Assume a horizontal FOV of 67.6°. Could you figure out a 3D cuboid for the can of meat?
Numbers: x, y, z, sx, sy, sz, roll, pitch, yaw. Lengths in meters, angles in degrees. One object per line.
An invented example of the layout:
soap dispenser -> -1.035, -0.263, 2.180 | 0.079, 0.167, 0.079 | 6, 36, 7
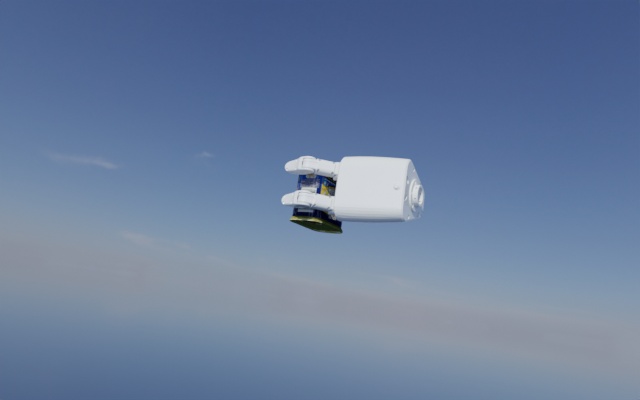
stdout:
can of meat -> 0.000, 0.002, 0.774 | 0.057, 0.084, 0.102 | 2, -14, 31
